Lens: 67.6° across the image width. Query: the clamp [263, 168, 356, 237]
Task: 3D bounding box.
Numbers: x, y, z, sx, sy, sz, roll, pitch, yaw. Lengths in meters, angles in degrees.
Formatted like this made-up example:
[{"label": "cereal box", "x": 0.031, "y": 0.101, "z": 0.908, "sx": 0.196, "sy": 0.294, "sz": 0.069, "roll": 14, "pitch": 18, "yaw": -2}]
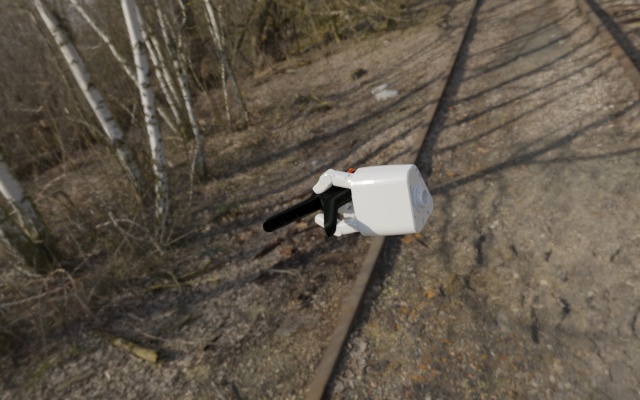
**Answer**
[{"label": "clamp", "x": 0.000, "y": 0.002, "z": 0.887, "sx": 0.164, "sy": 0.036, "sz": 0.210, "roll": -3, "pitch": 30, "yaw": 35}]
